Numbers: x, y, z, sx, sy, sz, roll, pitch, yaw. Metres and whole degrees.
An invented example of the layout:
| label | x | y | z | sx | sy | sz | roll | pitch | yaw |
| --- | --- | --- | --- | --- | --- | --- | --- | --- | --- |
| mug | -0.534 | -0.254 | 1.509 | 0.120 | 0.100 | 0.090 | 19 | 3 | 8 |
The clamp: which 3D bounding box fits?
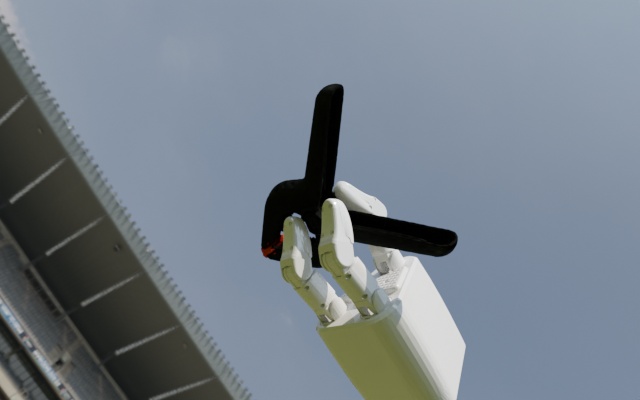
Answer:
| label | x | y | z | sx | sy | sz | roll | pitch | yaw |
| --- | --- | --- | --- | --- | --- | --- | --- | --- | --- |
| clamp | 0.000 | 0.001 | 0.440 | 0.210 | 0.164 | 0.036 | -25 | 11 | 46 |
